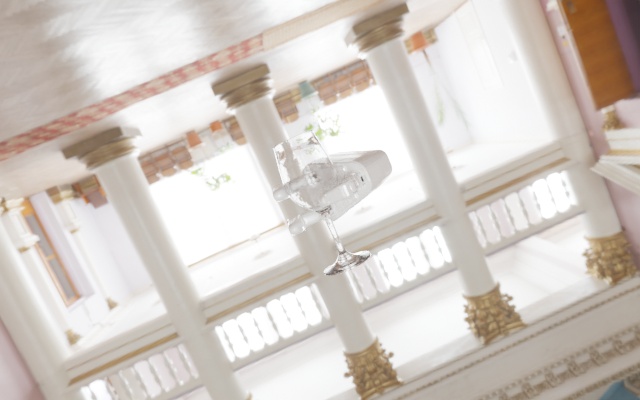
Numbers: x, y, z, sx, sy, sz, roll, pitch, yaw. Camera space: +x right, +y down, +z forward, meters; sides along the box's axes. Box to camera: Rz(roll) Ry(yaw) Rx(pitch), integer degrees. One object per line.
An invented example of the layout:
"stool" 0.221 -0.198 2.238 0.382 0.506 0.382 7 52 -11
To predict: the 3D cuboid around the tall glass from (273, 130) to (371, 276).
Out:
"tall glass" 0.000 0.003 0.691 0.079 0.201 0.079 -23 7 3
